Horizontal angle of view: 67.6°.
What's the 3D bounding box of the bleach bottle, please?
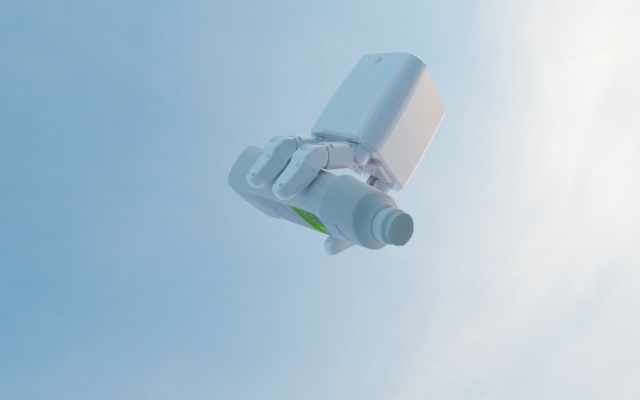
[{"bbox_3d":[0.000,0.002,0.489,0.103,0.068,0.250,36,-9,-36],"label":"bleach bottle"}]
